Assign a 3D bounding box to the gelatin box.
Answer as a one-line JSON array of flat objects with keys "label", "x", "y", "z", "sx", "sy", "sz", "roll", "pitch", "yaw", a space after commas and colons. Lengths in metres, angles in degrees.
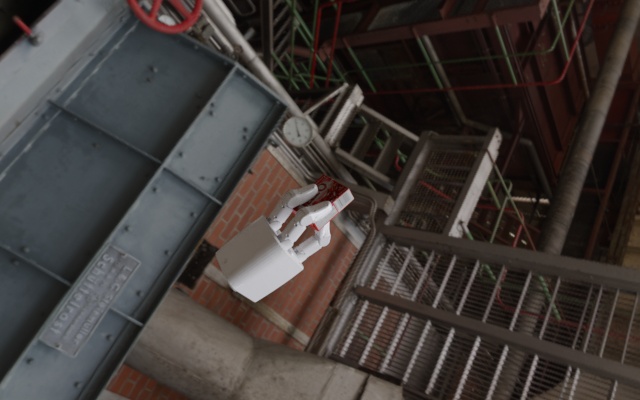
[{"label": "gelatin box", "x": 0.001, "y": 0.003, "z": 0.817, "sx": 0.089, "sy": 0.030, "sz": 0.073, "roll": -42, "pitch": 41, "yaw": -15}]
